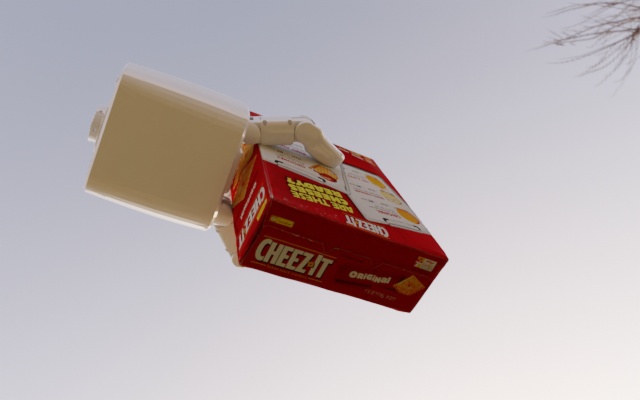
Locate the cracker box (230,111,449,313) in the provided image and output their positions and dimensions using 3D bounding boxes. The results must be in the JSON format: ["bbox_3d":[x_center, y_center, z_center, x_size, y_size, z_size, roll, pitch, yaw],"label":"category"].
[{"bbox_3d":[0.000,0.001,0.463,0.164,0.072,0.213,19,22,-22],"label":"cracker box"}]
